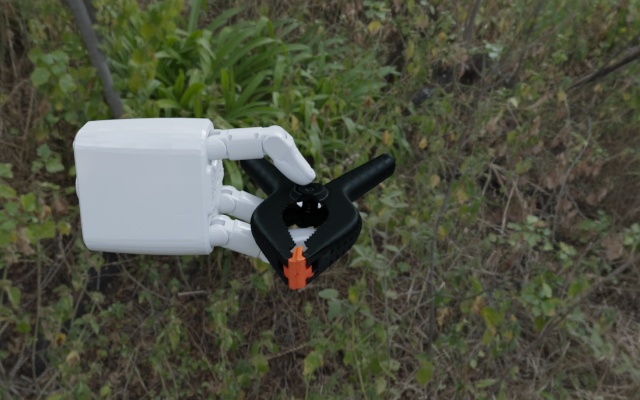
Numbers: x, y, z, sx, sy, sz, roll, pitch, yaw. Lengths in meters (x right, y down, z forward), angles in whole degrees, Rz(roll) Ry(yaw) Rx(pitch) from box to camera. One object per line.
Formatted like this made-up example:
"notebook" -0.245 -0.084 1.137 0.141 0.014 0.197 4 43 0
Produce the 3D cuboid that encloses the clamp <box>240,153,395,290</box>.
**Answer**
"clamp" 0.000 0.001 0.435 0.164 0.036 0.209 -2 30 -2
